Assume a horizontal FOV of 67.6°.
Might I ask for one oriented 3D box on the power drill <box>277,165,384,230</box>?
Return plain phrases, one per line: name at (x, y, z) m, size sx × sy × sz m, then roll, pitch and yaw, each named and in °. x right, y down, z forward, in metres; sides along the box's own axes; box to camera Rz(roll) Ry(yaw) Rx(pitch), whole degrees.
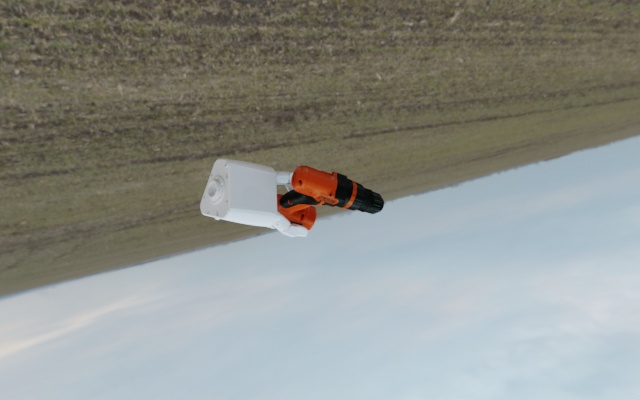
power drill at (0.000, 0.003, 0.894) m, size 0.184 × 0.057 × 0.188 m, roll 20°, pitch -28°, yaw -26°
